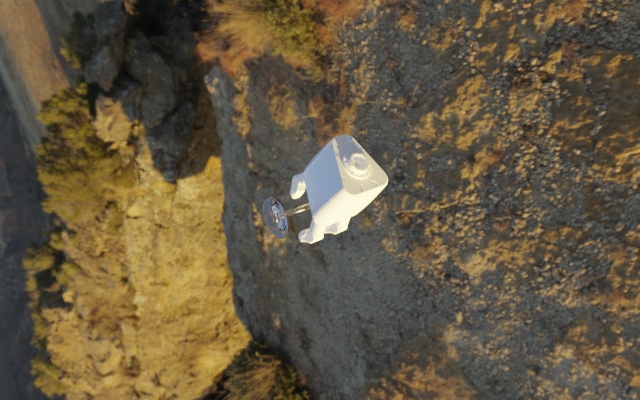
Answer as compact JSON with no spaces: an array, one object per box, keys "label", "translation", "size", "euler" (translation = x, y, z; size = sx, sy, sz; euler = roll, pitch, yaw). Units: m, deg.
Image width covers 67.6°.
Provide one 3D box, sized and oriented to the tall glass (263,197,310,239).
[{"label":"tall glass","translation":[-0.001,0.003,0.870],"size":[0.201,0.079,0.079],"euler":[-19,11,-33]}]
